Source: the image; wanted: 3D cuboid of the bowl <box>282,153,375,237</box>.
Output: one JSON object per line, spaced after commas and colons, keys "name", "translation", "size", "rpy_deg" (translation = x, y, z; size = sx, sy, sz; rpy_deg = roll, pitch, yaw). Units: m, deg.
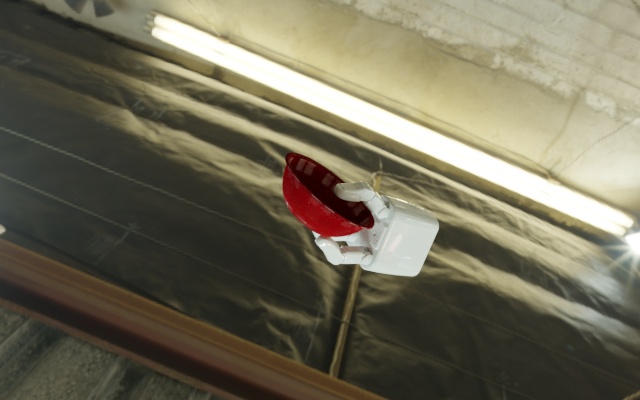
{"name": "bowl", "translation": [-0.001, 0.002, 0.692], "size": [0.162, 0.055, 0.162], "rpy_deg": [36, 18, -13]}
